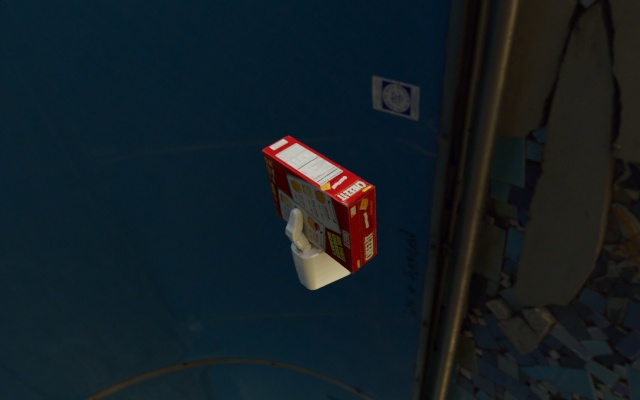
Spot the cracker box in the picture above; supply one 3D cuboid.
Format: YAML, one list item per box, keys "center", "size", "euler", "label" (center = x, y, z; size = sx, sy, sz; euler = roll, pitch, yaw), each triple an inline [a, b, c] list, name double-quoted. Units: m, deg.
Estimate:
- center: [0.000, 0.003, 0.833]
  size: [0.072, 0.164, 0.213]
  euler: [-36, 50, -26]
  label: "cracker box"
